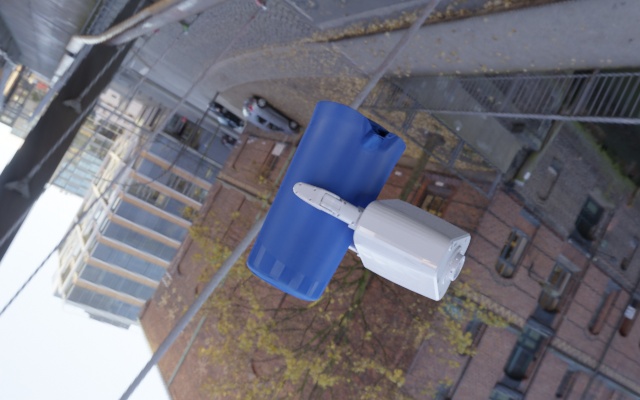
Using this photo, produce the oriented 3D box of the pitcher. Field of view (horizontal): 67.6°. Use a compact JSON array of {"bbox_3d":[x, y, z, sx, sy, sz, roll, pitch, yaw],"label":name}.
[{"bbox_3d":[0.000,0.002,0.642,0.145,0.243,0.149,25,-5,27],"label":"pitcher"}]
